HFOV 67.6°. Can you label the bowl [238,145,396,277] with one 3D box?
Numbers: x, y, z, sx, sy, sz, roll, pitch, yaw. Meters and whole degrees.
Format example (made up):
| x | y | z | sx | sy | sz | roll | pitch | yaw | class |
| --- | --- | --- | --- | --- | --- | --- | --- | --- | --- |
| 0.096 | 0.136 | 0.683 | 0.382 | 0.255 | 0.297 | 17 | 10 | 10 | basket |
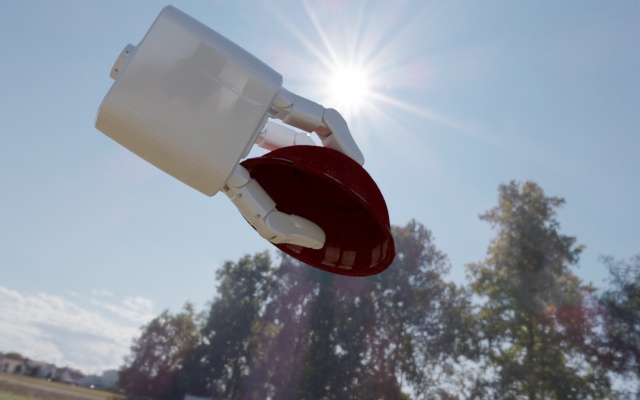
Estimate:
| x | y | z | sx | sy | sz | roll | pitch | yaw | class |
| --- | --- | --- | --- | --- | --- | --- | --- | --- | --- |
| 0.001 | 0.002 | 0.435 | 0.162 | 0.055 | 0.162 | 21 | -32 | 14 | bowl |
